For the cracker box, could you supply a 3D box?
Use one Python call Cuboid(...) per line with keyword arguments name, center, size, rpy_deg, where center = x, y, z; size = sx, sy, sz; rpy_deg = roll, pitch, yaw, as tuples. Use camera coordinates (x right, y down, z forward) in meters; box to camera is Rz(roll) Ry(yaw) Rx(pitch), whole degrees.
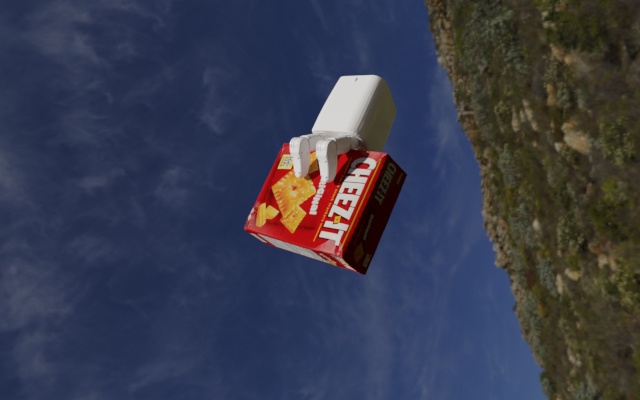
Cuboid(name="cracker box", center=(0.000, 0.002, 0.726), size=(0.213, 0.164, 0.072), rpy_deg=(11, -19, 43))
